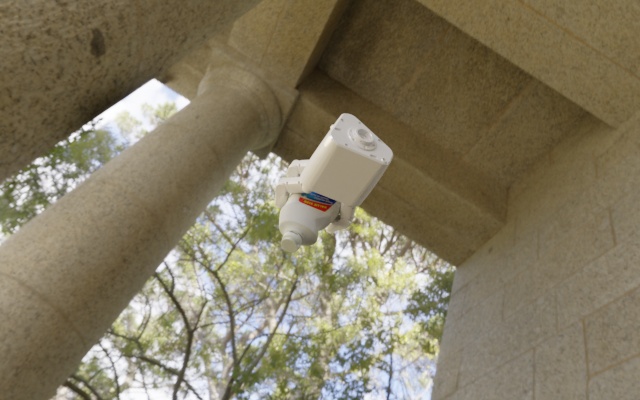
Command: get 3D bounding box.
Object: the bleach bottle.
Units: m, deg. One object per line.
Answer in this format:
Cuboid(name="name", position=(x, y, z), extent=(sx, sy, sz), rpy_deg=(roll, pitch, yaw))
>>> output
Cuboid(name="bleach bottle", position=(0.000, 0.003, 0.837), extent=(0.102, 0.068, 0.250), rpy_deg=(33, 42, -3))
